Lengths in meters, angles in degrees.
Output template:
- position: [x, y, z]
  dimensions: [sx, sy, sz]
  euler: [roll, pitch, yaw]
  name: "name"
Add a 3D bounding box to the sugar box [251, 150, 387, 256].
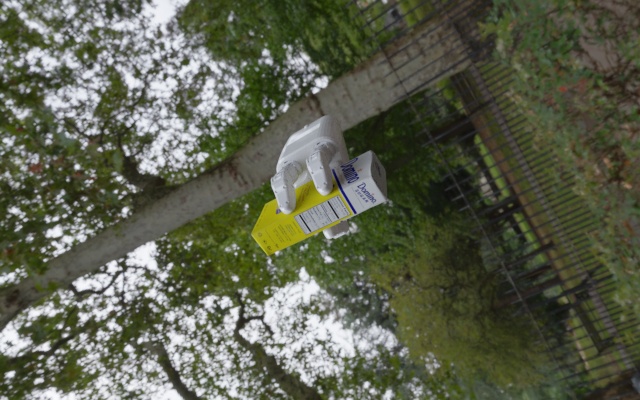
- position: [0.000, 0.002, 0.626]
  dimensions: [0.176, 0.048, 0.093]
  euler: [-29, 20, 18]
  name: "sugar box"
